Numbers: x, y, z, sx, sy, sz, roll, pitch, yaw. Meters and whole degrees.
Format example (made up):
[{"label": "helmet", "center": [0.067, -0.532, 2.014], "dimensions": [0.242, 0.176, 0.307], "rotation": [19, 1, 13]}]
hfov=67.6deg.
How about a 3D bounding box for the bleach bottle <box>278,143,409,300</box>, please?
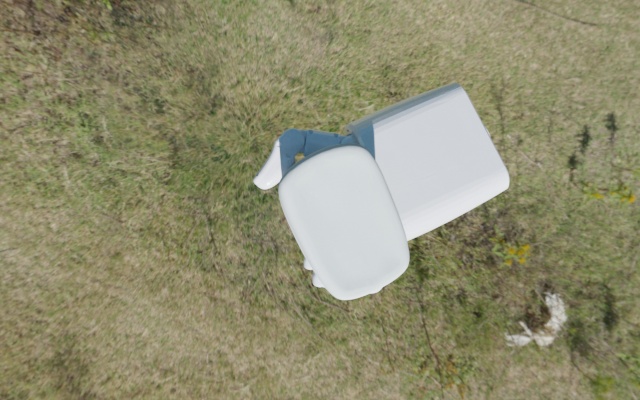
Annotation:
[{"label": "bleach bottle", "center": [0.000, 0.001, 0.422], "dimensions": [0.068, 0.102, 0.251], "rotation": [-25, 10, -5]}]
